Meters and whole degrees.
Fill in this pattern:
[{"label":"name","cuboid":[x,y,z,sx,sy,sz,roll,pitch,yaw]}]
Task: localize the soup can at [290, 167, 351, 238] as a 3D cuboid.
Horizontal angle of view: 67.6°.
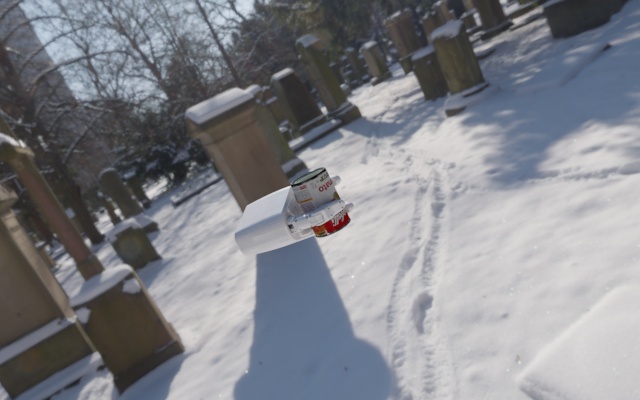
[{"label":"soup can","cuboid":[0.000,0.002,0.811,0.068,0.102,0.068,-25,13,6]}]
